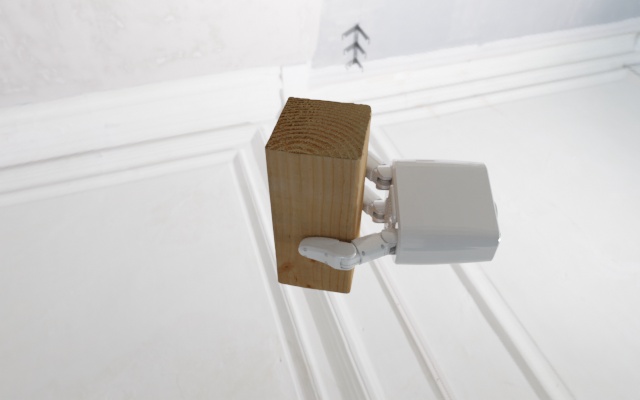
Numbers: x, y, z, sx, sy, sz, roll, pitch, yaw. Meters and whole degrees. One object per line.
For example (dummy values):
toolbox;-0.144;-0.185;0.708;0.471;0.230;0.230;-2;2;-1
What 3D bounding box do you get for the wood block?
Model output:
wood block;0.000;0.002;0.525;0.090;0.206;0.090;8;45;8
